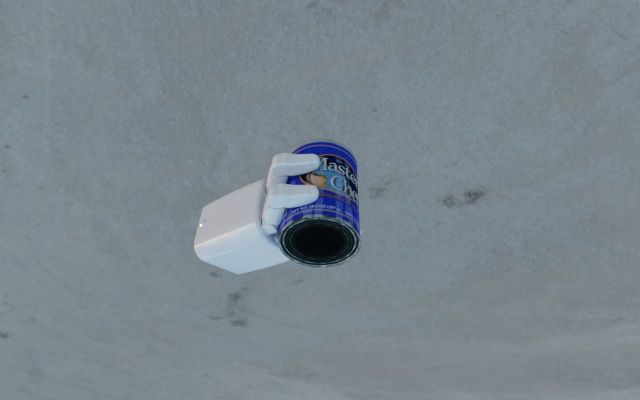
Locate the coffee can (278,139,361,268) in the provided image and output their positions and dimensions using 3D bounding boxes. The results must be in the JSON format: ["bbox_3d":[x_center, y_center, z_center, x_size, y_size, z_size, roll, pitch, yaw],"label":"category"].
[{"bbox_3d":[0.000,0.002,0.631,0.103,0.140,0.103,1,-43,1],"label":"coffee can"}]
